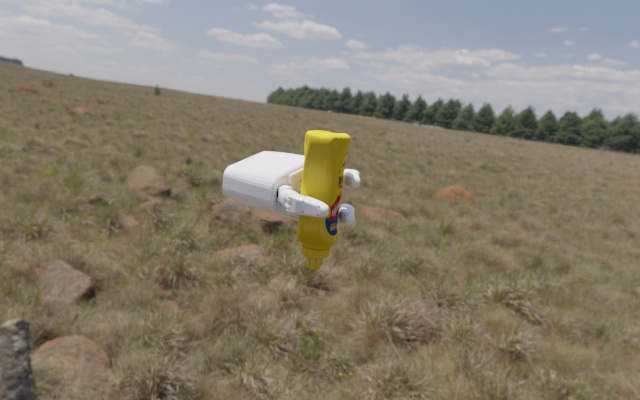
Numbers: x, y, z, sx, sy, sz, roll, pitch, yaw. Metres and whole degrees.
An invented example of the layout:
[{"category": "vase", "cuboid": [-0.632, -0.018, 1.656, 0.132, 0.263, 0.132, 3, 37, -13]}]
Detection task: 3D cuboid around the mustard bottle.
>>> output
[{"category": "mustard bottle", "cuboid": [0.000, 0.002, 0.657, 0.058, 0.192, 0.096, 9, 11, 11]}]
